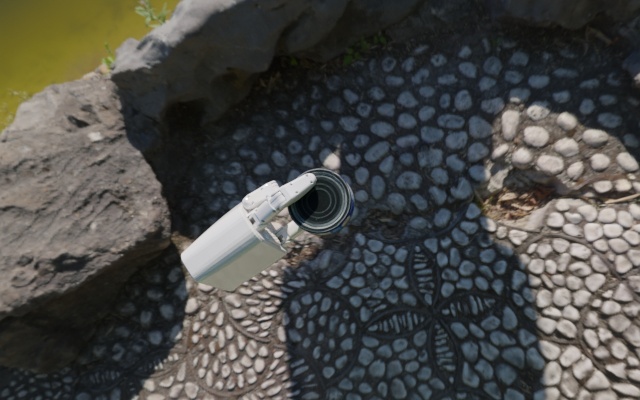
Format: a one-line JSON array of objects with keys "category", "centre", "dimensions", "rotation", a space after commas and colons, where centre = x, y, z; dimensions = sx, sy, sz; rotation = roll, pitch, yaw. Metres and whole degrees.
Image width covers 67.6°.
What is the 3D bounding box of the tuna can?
[{"category": "tuna can", "centre": [0.000, 0.002, 0.621], "dimensions": [0.086, 0.086, 0.034], "rotation": [0, -8, 10]}]
